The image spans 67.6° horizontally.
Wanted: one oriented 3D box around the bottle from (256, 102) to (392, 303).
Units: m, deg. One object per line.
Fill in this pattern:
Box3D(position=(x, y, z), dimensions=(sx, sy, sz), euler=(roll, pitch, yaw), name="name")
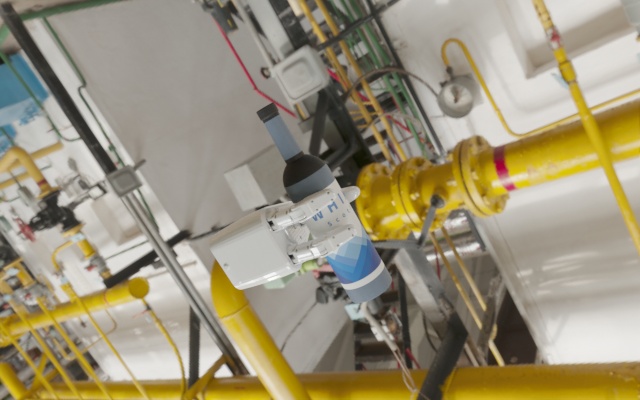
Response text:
Box3D(position=(0.000, 0.002, 0.654), dimensions=(0.069, 0.296, 0.069), euler=(-29, 12, 6), name="bottle")
